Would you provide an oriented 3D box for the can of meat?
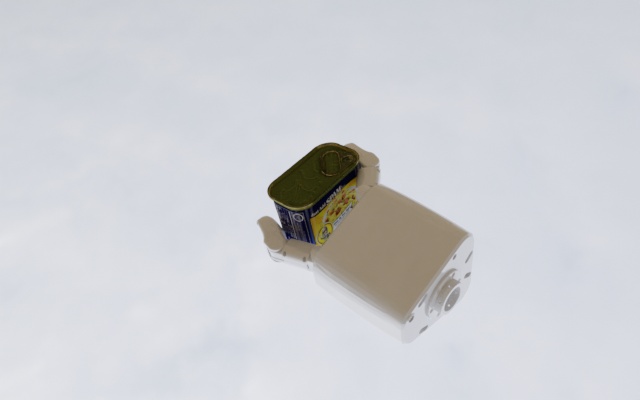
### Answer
[{"bbox_3d":[0.000,0.002,0.511,0.057,0.084,0.102,26,55,35],"label":"can of meat"}]
